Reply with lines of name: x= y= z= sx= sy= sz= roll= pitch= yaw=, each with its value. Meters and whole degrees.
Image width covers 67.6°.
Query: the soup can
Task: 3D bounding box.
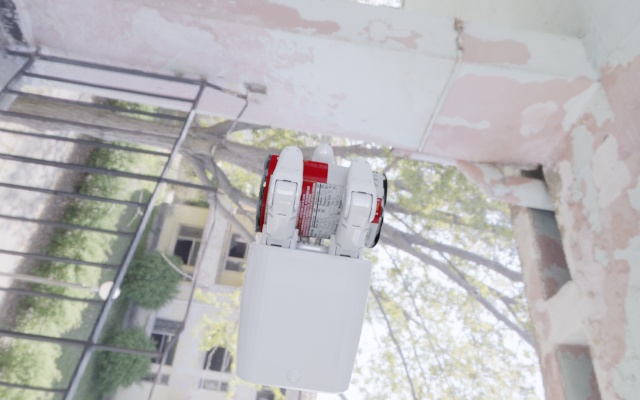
soup can: x=0.000 y=0.001 z=0.408 sx=0.102 sy=0.068 sz=0.068 roll=9 pitch=-1 yaw=-3
